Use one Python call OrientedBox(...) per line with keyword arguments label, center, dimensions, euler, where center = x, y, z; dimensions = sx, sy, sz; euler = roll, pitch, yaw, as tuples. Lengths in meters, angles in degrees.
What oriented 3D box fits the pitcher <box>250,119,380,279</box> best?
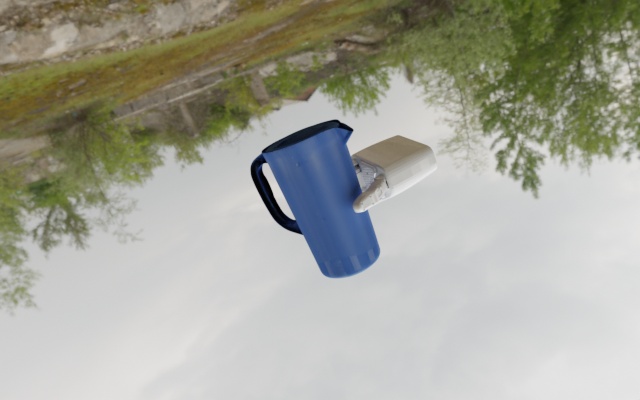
OrientedBox(label="pitcher", center=(0.000, 0.002, 0.781), dimensions=(0.145, 0.243, 0.149), euler=(-29, 17, -23))
